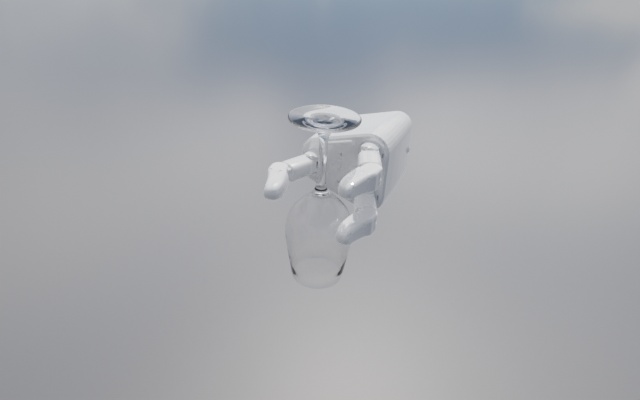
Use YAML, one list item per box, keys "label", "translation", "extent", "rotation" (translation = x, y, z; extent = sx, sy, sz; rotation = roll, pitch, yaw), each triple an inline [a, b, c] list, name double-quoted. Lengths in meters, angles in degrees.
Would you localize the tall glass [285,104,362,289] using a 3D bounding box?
- label: "tall glass"
  translation: [0.000, 0.001, 0.529]
  extent: [0.079, 0.201, 0.079]
  rotation: [2, 31, -1]
